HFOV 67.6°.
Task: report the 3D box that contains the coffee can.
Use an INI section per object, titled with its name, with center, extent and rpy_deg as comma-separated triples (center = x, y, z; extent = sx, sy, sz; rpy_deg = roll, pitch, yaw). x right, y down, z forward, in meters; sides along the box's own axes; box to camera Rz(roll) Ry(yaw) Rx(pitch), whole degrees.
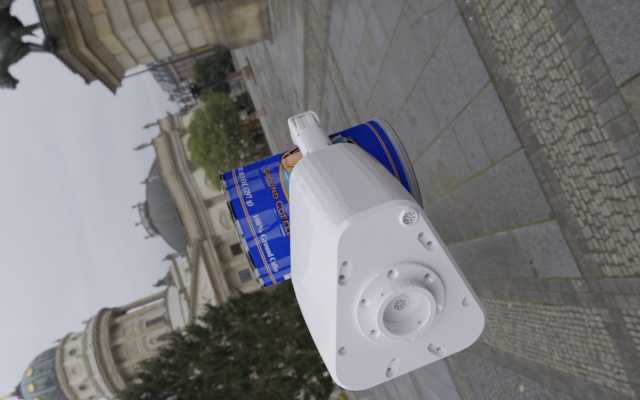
[coffee can]
center = 0.000, 0.001, 0.402
extent = 0.140, 0.103, 0.103
rpy_deg = -20, 2, -5
